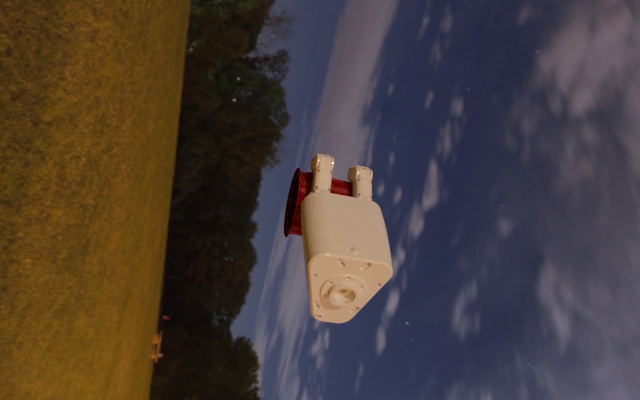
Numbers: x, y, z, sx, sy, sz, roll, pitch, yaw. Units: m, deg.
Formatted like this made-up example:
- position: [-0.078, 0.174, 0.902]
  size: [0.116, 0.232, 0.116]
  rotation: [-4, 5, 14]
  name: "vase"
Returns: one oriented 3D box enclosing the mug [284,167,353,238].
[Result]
- position: [0.000, 0.001, 0.643]
  size: [0.081, 0.093, 0.117]
  rotation: [11, 36, -11]
  name: "mug"
